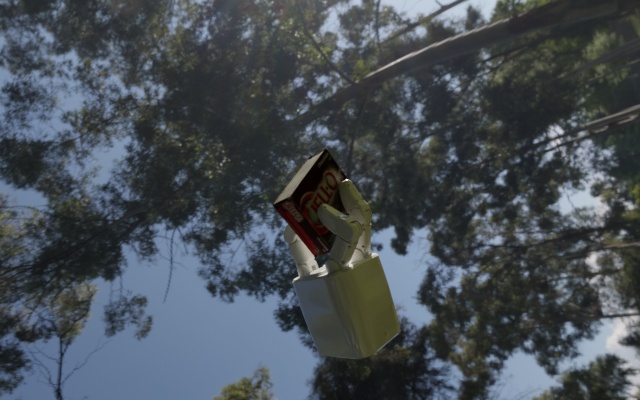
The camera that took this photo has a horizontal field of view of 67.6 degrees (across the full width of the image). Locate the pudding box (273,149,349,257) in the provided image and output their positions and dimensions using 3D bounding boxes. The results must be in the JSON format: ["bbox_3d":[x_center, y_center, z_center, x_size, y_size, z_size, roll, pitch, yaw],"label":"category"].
[{"bbox_3d":[0.000,0.002,0.608,0.039,0.090,0.113,-22,25,37],"label":"pudding box"}]
